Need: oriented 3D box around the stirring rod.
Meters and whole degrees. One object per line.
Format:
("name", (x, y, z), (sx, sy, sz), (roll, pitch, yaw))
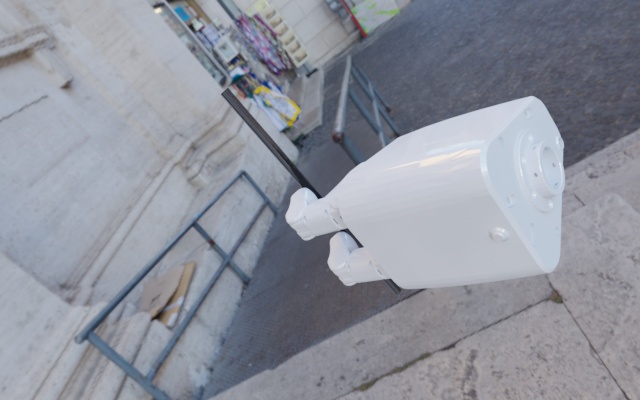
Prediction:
("stirring rod", (0.000, 0.001, 0.408), (0.011, 0.240, 0.011), (-34, 23, 16))
